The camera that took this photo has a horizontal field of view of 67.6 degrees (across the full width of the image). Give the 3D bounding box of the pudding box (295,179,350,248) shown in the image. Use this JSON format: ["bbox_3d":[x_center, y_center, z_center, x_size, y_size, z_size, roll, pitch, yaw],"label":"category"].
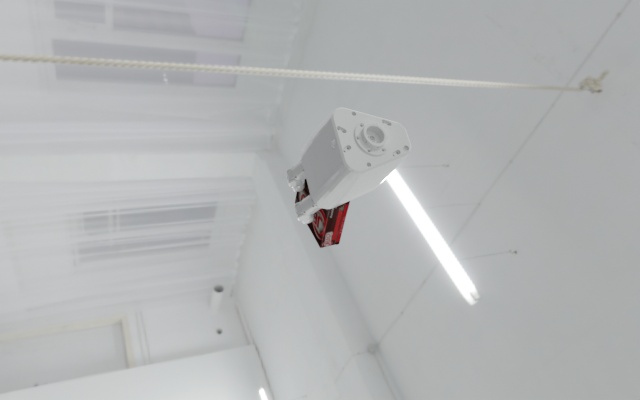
[{"bbox_3d":[0.000,0.002,0.738,0.039,0.090,0.113,-6,41,-23],"label":"pudding box"}]
